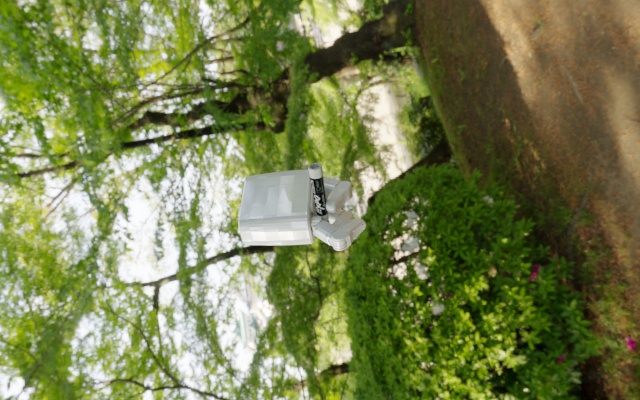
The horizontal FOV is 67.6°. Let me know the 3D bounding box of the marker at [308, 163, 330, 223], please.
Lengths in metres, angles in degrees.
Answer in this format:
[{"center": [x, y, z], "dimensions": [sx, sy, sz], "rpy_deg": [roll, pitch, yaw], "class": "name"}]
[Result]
[{"center": [0.000, 0.002, 0.680], "dimensions": [0.020, 0.121, 0.020], "rpy_deg": [-6, 35, 4], "class": "marker"}]
